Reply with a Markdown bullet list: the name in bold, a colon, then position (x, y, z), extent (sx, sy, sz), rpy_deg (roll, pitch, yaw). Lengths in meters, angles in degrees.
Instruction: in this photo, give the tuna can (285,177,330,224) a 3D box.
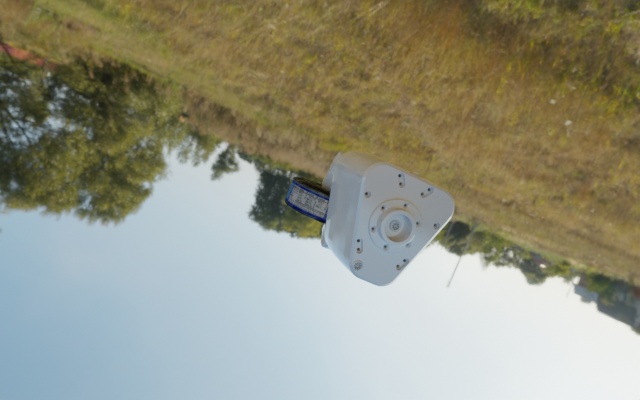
- **tuna can**: position (0.000, 0.002, 0.596), extent (0.086, 0.034, 0.086), rpy_deg (22, 8, -3)
